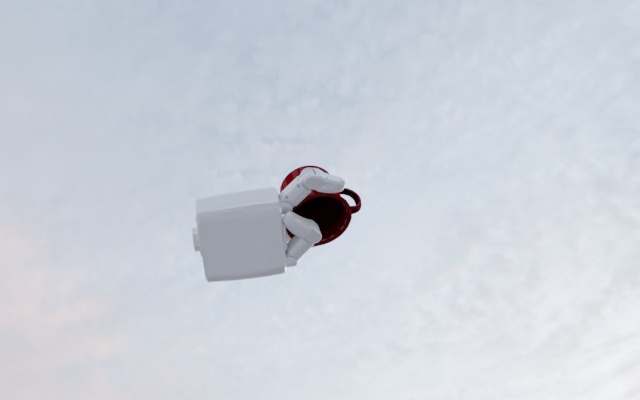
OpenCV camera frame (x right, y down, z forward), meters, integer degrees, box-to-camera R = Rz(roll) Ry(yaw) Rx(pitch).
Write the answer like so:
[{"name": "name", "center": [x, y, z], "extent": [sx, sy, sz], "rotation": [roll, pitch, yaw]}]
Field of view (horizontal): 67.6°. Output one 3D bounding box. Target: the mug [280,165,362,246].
[{"name": "mug", "center": [0.001, 0.002, 0.679], "extent": [0.117, 0.093, 0.081], "rotation": [-7, 39, -12]}]
